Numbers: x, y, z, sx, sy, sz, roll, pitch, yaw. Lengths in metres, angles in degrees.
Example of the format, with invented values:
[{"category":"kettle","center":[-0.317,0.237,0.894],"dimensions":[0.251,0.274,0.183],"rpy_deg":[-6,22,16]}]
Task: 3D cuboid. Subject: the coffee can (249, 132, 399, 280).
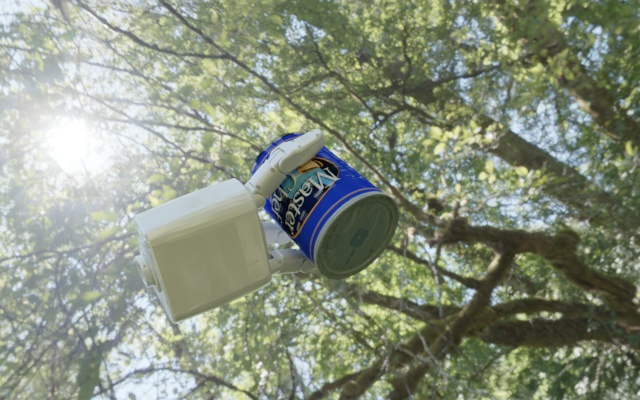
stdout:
[{"category":"coffee can","center":[0.000,0.002,0.517],"dimensions":[0.103,0.103,0.140],"rpy_deg":[0,31,-41]}]
